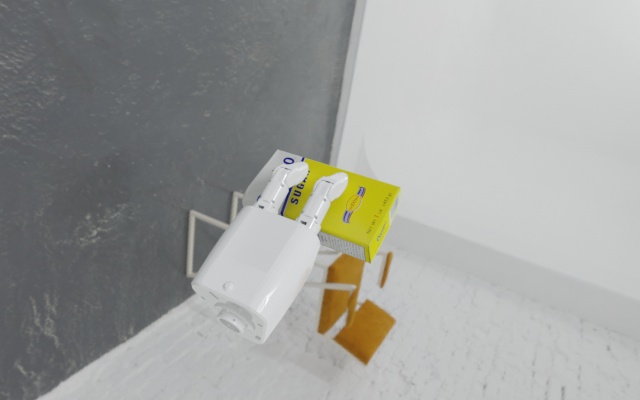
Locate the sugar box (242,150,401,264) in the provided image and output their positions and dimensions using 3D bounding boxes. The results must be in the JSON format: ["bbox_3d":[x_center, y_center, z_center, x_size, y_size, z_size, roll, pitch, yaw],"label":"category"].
[{"bbox_3d":[0.000,0.002,0.585,0.176,0.093,0.048,20,-32,21],"label":"sugar box"}]
